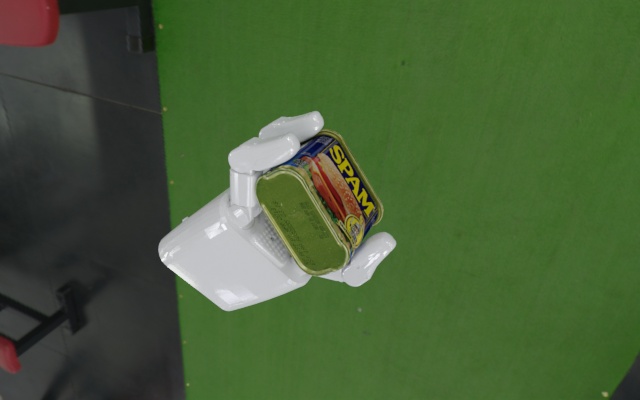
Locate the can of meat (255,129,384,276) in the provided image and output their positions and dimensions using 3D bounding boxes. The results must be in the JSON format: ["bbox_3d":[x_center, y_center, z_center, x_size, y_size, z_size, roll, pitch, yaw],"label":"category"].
[{"bbox_3d":[0.000,0.002,0.408,0.057,0.102,0.084,-24,14,34],"label":"can of meat"}]
